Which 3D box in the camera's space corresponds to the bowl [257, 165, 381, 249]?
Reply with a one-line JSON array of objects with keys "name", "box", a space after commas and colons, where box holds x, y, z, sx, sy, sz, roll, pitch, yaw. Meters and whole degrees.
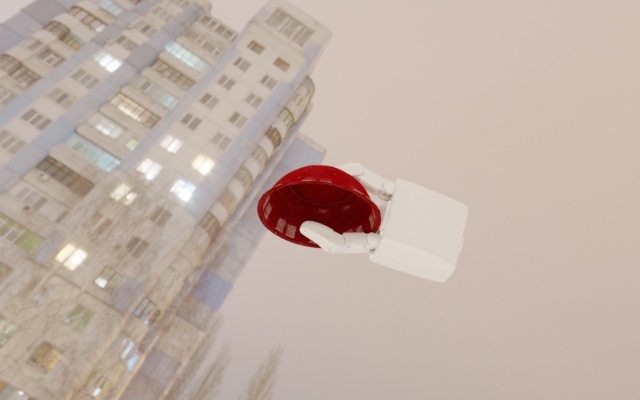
[{"name": "bowl", "box": [-0.001, 0.001, 0.631, 0.162, 0.055, 0.162, 4, -34, 3]}]
